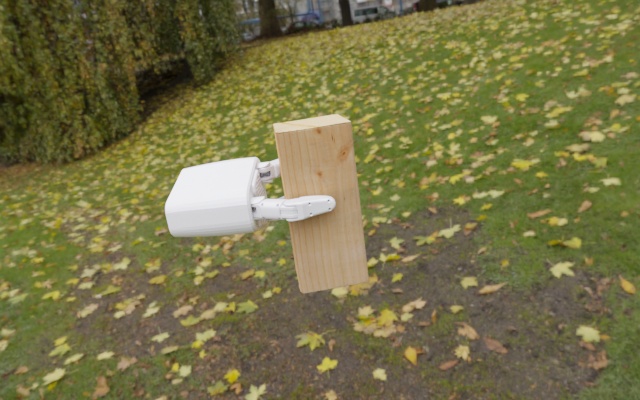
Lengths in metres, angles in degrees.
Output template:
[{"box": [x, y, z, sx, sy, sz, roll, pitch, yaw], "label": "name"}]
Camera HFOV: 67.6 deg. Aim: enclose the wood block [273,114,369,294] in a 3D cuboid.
[{"box": [0.000, 0.002, 0.617, 0.090, 0.206, 0.090, -10, 17, -5], "label": "wood block"}]
